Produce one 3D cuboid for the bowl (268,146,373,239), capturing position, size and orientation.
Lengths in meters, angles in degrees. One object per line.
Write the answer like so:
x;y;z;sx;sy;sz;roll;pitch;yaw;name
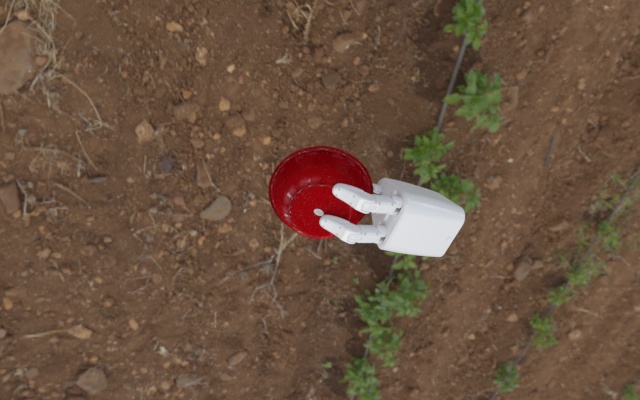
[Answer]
-0.001;0.002;0.712;0.162;0.162;0.055;0;32;1;bowl
